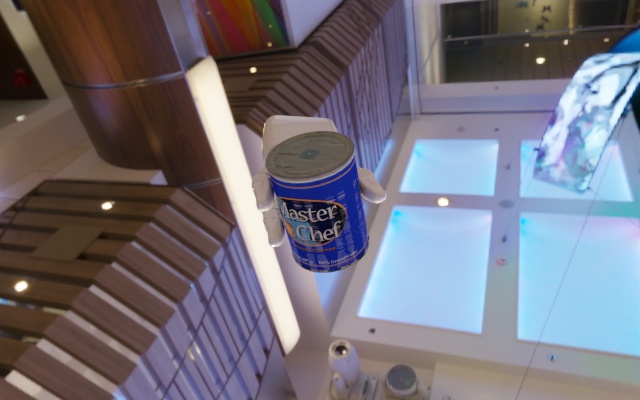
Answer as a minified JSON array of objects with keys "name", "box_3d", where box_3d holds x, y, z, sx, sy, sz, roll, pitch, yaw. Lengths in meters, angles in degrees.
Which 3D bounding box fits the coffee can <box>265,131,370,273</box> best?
[{"name":"coffee can","box_3d":[0.000,0.002,0.578,0.103,0.140,0.102,-9,35,6]}]
